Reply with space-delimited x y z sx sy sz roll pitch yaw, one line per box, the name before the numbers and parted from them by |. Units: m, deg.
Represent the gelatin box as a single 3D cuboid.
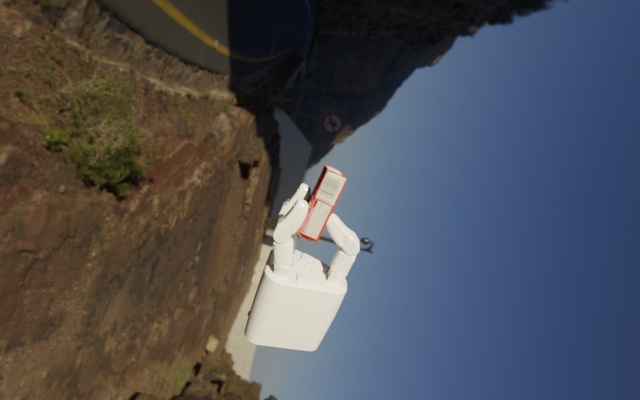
gelatin box | 0.001 0.002 0.607 0.030 0.089 0.073 25 8 -5
